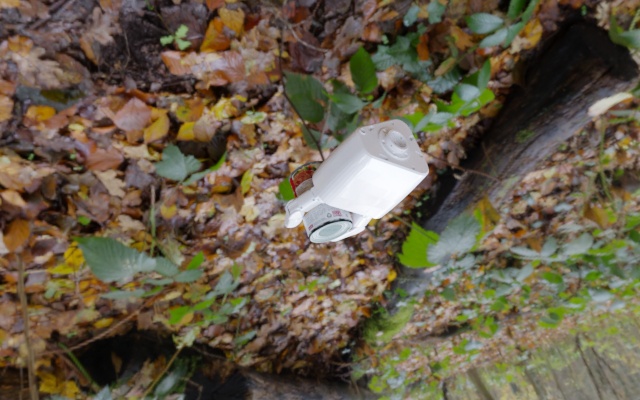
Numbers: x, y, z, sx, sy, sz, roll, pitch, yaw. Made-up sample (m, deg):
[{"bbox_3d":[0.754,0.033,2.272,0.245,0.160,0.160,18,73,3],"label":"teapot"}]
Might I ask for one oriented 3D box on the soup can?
[{"bbox_3d":[0.000,0.003,0.703,0.068,0.102,0.068,-16,-25,-8],"label":"soup can"}]
